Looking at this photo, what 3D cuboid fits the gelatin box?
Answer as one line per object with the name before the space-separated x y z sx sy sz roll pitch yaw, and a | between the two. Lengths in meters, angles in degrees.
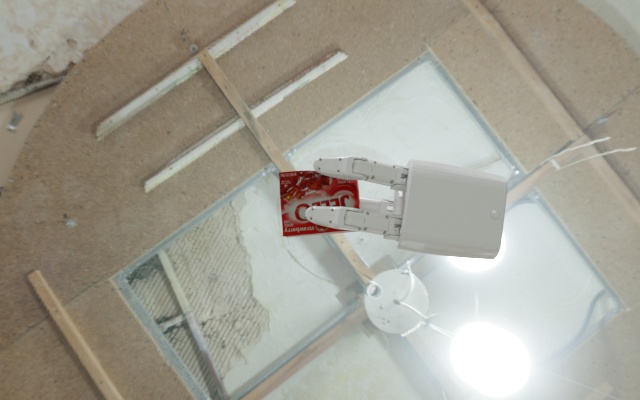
gelatin box | 0.000 0.002 0.537 0.089 0.073 0.030 -5 -7 5
